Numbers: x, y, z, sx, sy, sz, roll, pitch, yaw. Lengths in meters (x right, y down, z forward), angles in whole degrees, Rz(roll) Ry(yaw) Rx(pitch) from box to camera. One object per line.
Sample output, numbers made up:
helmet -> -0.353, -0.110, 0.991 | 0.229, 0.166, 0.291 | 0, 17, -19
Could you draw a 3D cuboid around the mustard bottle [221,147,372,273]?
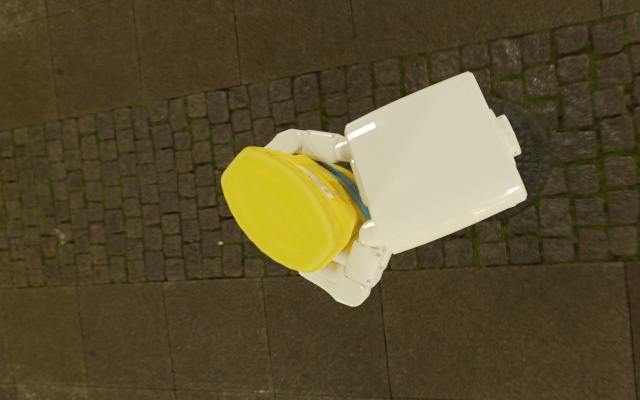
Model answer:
mustard bottle -> 0.000, 0.002, 0.405 | 0.096, 0.058, 0.191 | 45, 15, 12
